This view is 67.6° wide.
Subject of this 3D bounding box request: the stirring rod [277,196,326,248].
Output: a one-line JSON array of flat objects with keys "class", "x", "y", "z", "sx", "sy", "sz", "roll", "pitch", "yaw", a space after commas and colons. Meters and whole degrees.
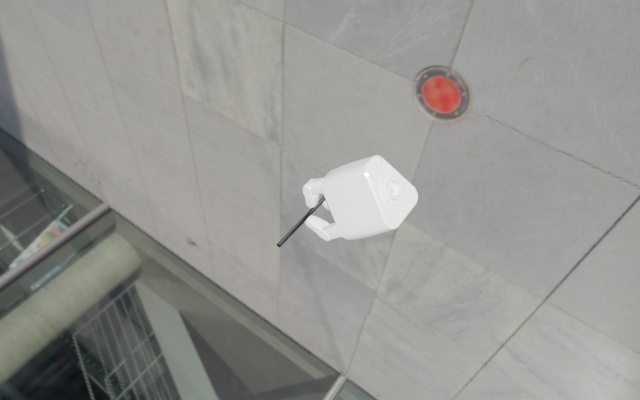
[{"class": "stirring rod", "x": 0.000, "y": 0.003, "z": 0.851, "sx": 0.011, "sy": 0.011, "sz": 0.239, "roll": 0, "pitch": 36, "yaw": 46}]
